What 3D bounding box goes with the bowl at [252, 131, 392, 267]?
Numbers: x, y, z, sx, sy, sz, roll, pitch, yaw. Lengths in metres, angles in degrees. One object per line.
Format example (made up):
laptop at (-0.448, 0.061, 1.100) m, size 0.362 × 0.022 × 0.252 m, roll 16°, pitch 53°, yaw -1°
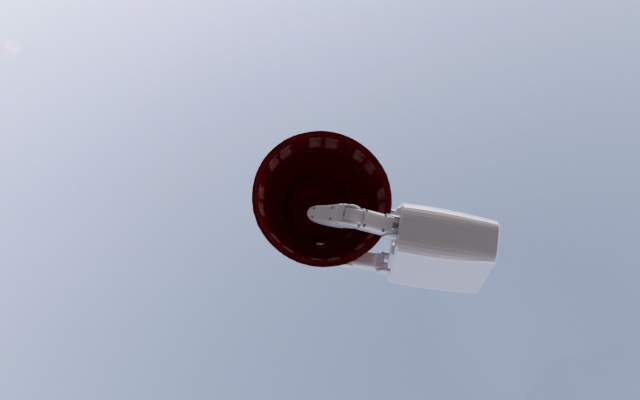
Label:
bowl at (-0.001, 0.001, 0.568) m, size 0.162 × 0.162 × 0.055 m, roll 0°, pitch -15°, yaw -7°
